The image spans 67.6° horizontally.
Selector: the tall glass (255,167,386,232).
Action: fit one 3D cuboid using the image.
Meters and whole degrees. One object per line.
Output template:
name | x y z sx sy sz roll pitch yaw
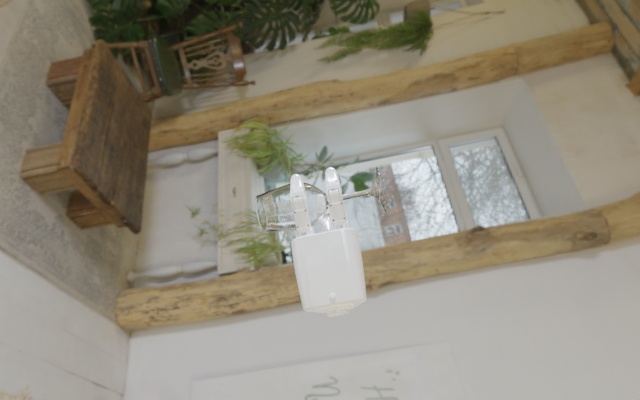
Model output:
tall glass | 0.001 0.002 0.767 0.201 0.079 0.079 -11 -1 5
